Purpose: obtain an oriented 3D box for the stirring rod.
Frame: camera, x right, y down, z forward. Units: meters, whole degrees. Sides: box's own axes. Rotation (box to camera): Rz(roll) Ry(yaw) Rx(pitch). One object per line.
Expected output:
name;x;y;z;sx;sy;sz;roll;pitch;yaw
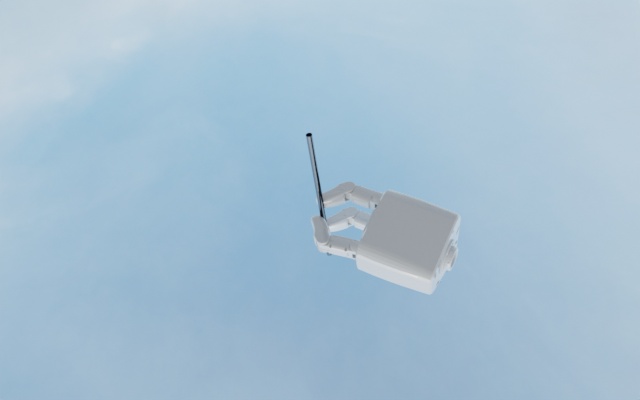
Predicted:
stirring rod;0.000;0.002;0.670;0.011;0.011;0.240;0;-43;9
